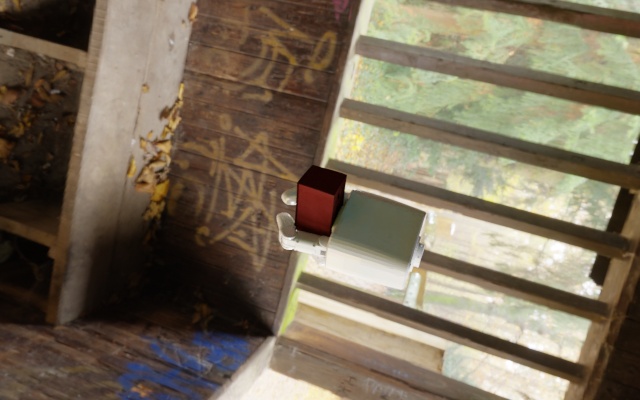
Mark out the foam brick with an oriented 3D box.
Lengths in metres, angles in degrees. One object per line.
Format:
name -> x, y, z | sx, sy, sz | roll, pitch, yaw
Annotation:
foam brick -> 0.000, 0.002, 0.630 | 0.051, 0.078, 0.053 | 17, 39, 15
